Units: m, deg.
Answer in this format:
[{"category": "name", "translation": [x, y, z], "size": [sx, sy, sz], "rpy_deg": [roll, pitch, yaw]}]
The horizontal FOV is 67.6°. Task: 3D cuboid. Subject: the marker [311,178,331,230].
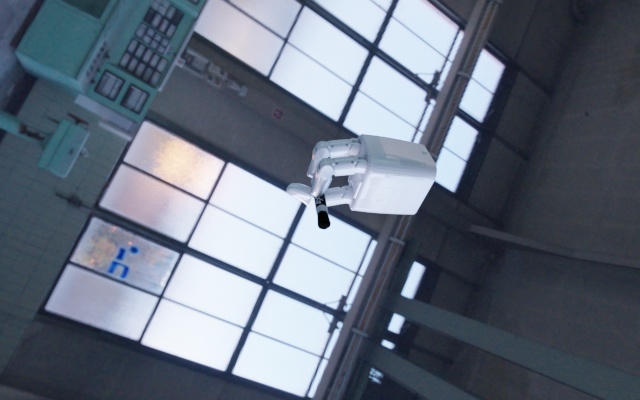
[{"category": "marker", "translation": [0.000, 0.002, 0.707], "size": [0.020, 0.020, 0.121], "rpy_deg": [0, 34, -6]}]
